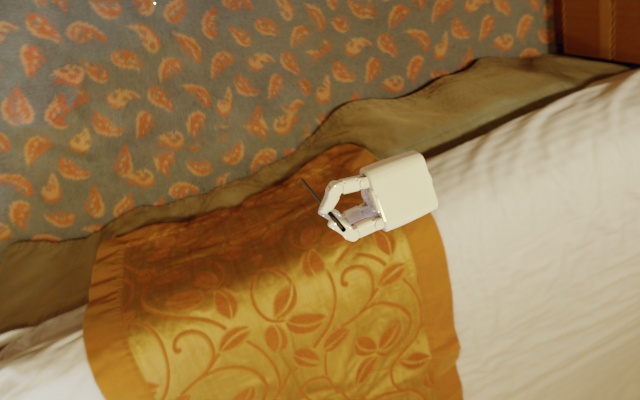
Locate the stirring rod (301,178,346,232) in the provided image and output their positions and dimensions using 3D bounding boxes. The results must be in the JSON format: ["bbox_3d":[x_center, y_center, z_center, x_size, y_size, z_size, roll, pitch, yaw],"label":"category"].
[{"bbox_3d":[0.000,0.003,0.860,0.011,0.011,0.239,0,21,-19],"label":"stirring rod"}]
